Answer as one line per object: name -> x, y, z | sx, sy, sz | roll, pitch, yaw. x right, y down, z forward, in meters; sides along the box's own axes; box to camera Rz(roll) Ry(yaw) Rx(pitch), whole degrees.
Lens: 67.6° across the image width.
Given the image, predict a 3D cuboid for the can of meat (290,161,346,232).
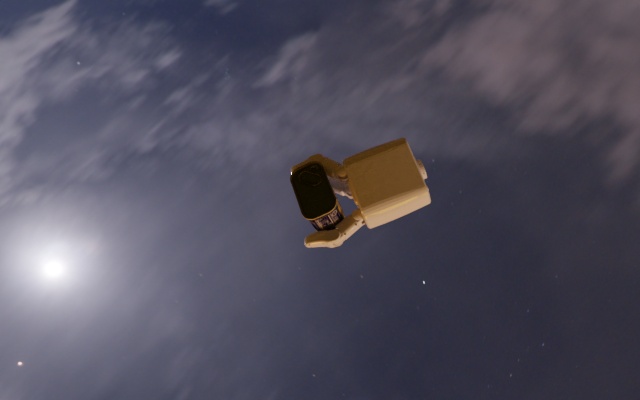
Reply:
can of meat -> 0.000, 0.003, 0.765 | 0.057, 0.102, 0.084 | -25, -34, 5
